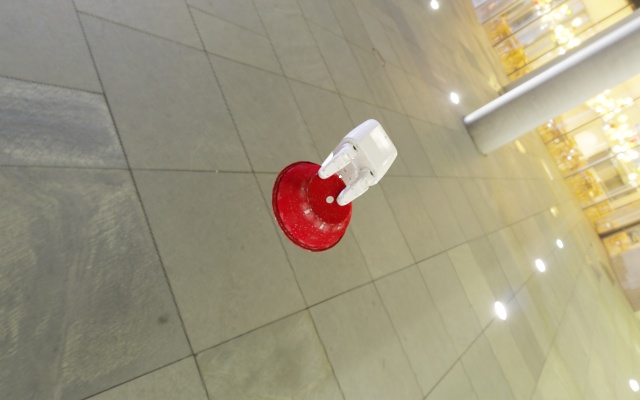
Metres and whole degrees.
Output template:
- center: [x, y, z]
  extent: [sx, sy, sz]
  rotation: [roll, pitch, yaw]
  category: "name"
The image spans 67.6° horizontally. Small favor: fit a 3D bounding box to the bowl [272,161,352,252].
- center: [0.000, 0.003, 0.803]
  extent: [0.162, 0.162, 0.055]
  rotation: [0, -14, -37]
  category: "bowl"
